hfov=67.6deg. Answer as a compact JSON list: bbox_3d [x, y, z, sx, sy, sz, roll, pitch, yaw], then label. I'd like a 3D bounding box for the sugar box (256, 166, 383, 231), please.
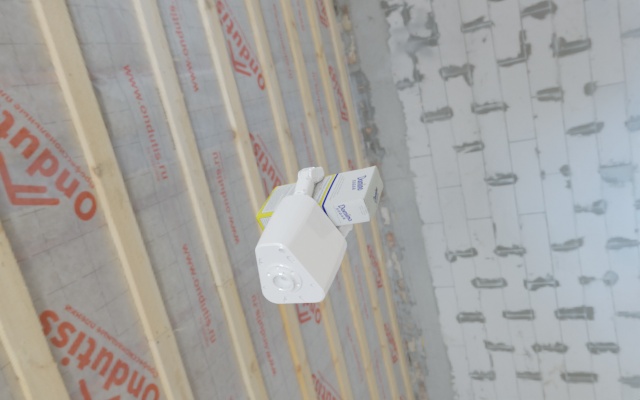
[{"bbox_3d":[0.000,0.003,0.720,0.176,0.048,0.093,-7,31,25],"label":"sugar box"}]
